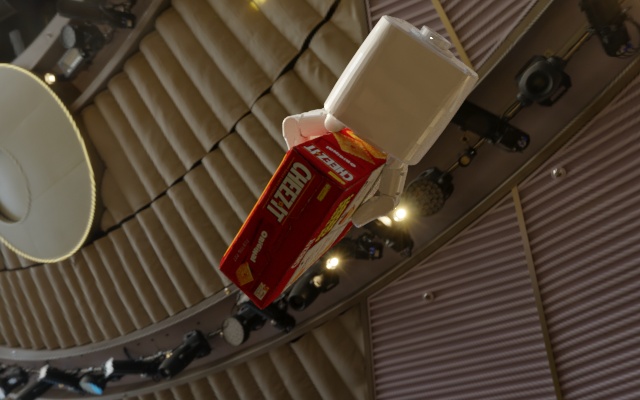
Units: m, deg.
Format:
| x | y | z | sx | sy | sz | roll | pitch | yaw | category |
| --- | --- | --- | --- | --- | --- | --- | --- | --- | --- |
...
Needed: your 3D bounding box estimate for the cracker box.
| x | y | z | sx | sy | sz | roll | pitch | yaw | category |
| --- | --- | --- | --- | --- | --- | --- | --- | --- | --- |
| 0.000 | 0.002 | 0.534 | 0.072 | 0.164 | 0.213 | 39 | 27 | 10 | cracker box |
